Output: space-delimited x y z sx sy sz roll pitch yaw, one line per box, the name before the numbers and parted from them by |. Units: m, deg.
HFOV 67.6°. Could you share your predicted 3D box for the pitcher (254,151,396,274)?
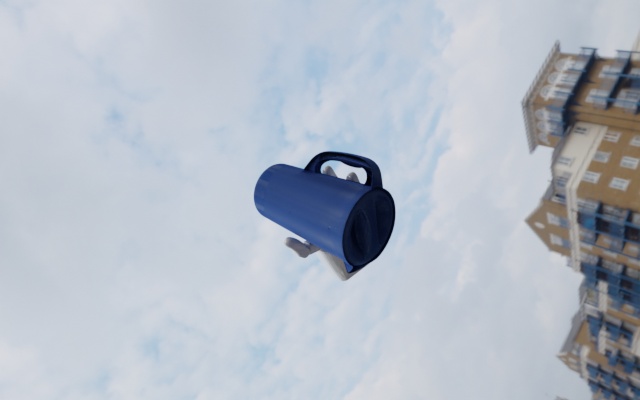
pitcher | 0.000 0.003 0.822 0.242 0.149 0.145 21 -29 40
